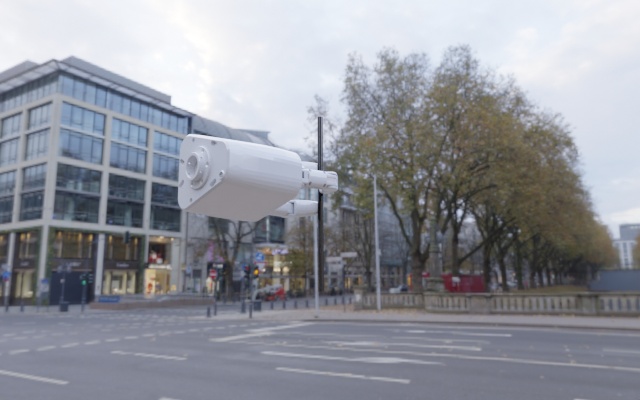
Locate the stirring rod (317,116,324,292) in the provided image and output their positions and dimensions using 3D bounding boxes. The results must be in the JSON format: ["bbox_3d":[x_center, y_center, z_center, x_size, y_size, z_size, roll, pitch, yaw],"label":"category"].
[{"bbox_3d":[0.000,0.002,0.650,0.011,0.239,0.011,0,-9,0],"label":"stirring rod"}]
